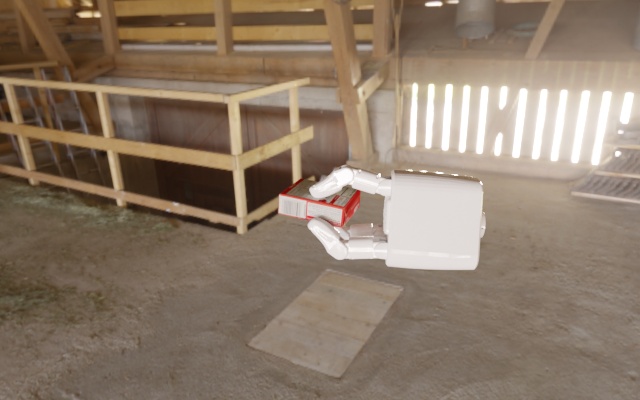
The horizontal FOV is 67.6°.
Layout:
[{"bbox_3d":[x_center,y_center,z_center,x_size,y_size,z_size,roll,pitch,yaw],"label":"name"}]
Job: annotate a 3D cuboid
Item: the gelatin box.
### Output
[{"bbox_3d":[0.000,0.002,0.614,0.089,0.030,0.073,12,23,16],"label":"gelatin box"}]
